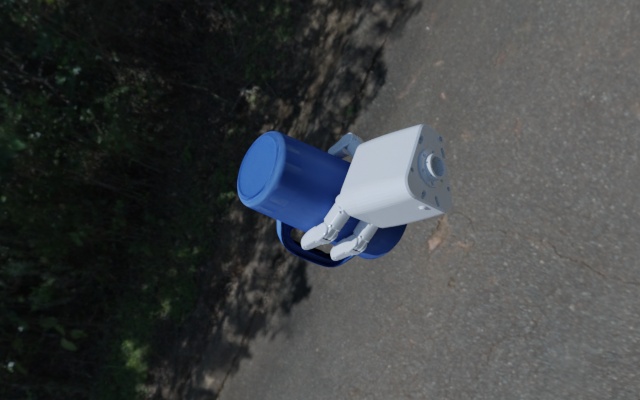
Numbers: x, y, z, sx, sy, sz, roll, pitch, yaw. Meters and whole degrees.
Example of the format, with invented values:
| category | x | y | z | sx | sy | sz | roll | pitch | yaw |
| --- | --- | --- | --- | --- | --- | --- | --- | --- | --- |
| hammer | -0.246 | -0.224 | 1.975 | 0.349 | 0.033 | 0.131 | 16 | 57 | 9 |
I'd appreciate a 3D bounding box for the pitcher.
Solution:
| category | x | y | z | sx | sy | sz | roll | pitch | yaw |
| --- | --- | --- | --- | --- | --- | --- | --- | --- | --- |
| pitcher | 0.000 | 0.002 | 0.699 | 0.243 | 0.149 | 0.145 | 23 | -25 | -36 |
